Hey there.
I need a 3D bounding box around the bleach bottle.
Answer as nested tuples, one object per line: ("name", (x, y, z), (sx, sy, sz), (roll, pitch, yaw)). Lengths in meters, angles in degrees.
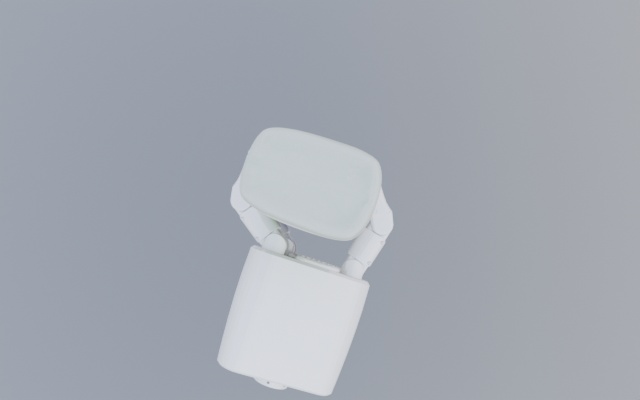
("bleach bottle", (0.000, 0.001, 0.455), (0.102, 0.068, 0.251), (19, -6, 7))
